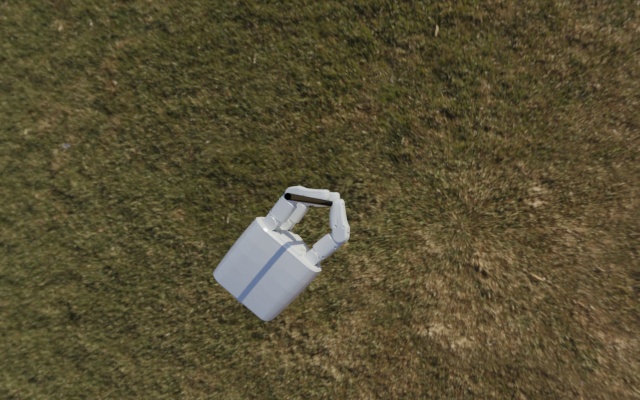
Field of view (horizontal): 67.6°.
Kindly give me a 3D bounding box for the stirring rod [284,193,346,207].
[{"bbox_3d":[0.000,0.002,0.610,0.011,0.011,0.239,0,-3,17],"label":"stirring rod"}]
